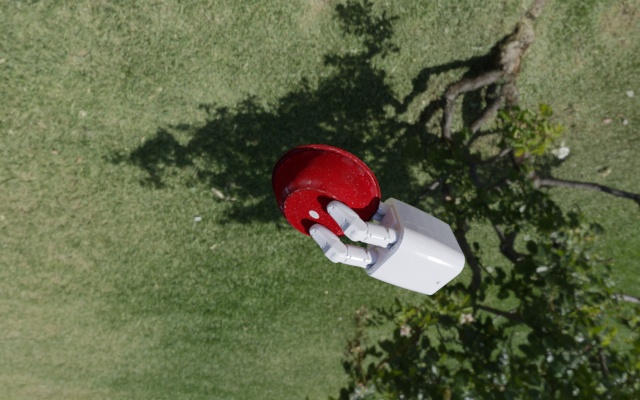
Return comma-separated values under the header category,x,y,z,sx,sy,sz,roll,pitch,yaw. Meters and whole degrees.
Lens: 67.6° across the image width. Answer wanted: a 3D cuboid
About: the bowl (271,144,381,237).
category,x,y,z,sx,sy,sz,roll,pitch,yaw
bowl,-0.001,0.002,0.670,0.162,0.162,0.055,0,40,19
